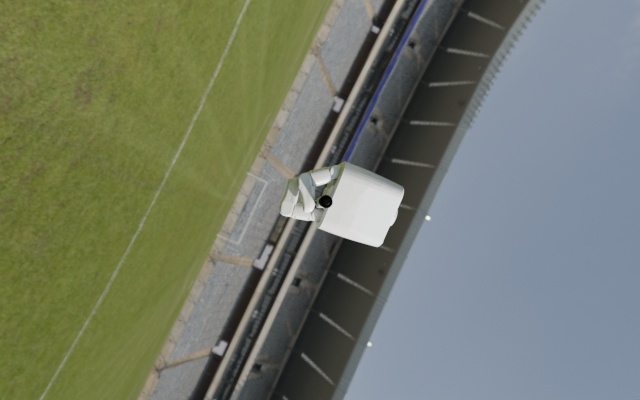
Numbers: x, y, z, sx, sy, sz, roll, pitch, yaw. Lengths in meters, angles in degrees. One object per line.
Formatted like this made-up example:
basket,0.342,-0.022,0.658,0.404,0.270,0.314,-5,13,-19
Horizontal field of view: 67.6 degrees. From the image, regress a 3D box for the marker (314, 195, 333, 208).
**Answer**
marker,0.000,0.002,0.728,0.020,0.020,0.121,0,-1,-9
